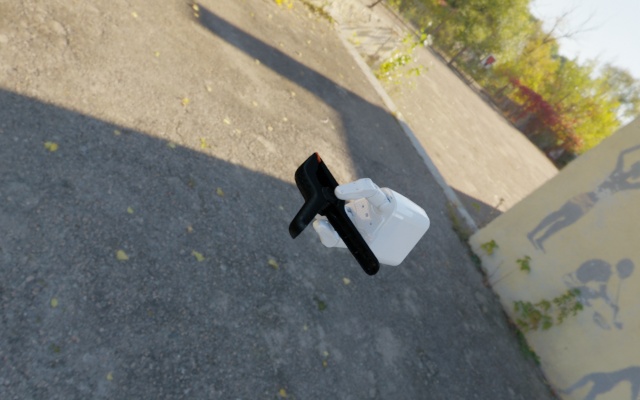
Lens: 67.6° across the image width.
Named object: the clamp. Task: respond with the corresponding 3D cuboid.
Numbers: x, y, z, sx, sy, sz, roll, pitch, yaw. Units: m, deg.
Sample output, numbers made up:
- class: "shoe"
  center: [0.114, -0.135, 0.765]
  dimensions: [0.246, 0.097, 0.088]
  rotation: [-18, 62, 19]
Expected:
- class: "clamp"
  center: [0.001, 0.001, 0.687]
  dimensions: [0.036, 0.209, 0.164]
  rotation: [-40, -42, 24]
